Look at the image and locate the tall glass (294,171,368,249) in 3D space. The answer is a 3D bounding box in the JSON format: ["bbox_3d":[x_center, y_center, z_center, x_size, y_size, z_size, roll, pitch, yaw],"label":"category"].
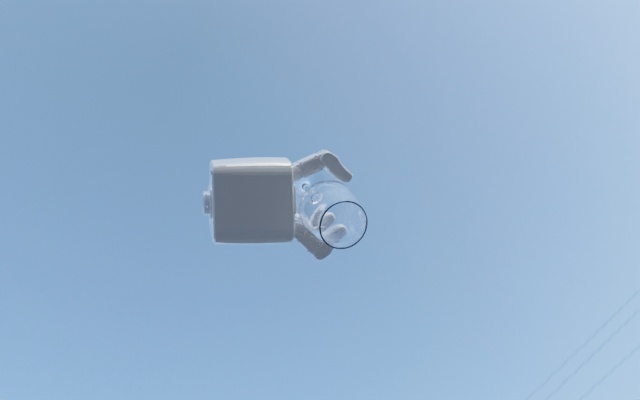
[{"bbox_3d":[0.000,0.002,0.660,0.079,0.079,0.201,0,16,-17],"label":"tall glass"}]
